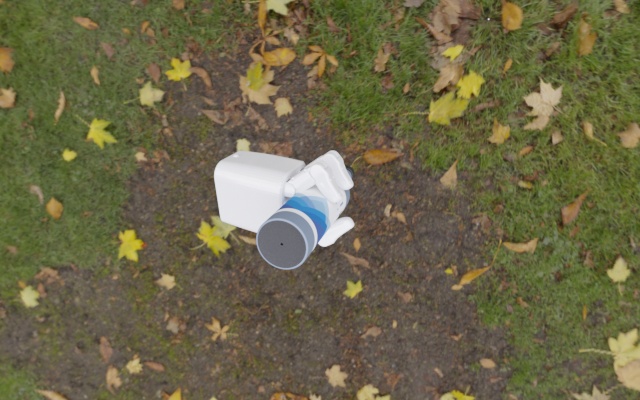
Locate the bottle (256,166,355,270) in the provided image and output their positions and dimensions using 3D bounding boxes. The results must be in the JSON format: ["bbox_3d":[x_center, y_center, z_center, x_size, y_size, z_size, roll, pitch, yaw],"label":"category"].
[{"bbox_3d":[0.000,0.002,0.691,0.069,0.069,0.295,0,20,19],"label":"bottle"}]
